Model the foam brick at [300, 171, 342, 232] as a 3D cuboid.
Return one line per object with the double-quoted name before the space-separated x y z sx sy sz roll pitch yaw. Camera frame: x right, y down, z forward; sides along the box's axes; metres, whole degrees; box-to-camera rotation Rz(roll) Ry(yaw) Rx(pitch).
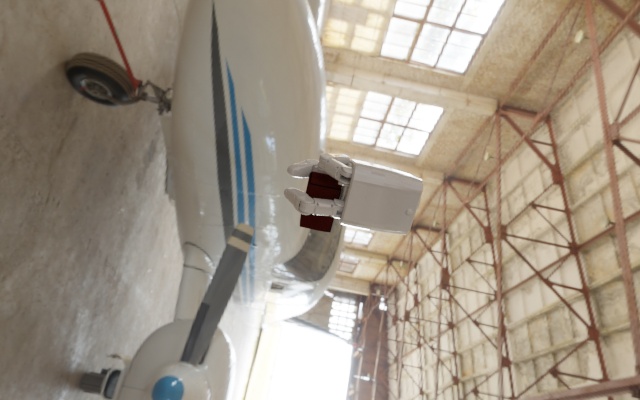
"foam brick" 0.000 0.003 0.750 0.051 0.078 0.053 12 25 -4
